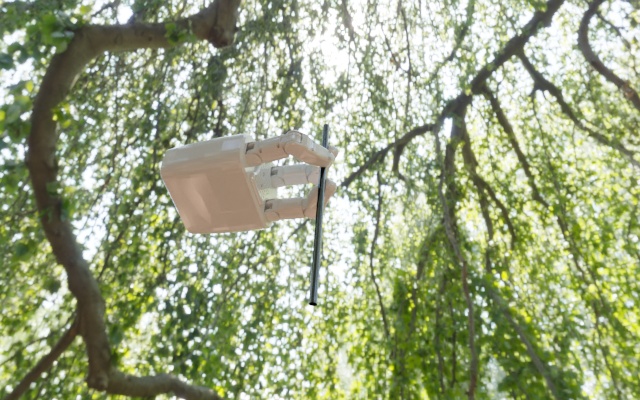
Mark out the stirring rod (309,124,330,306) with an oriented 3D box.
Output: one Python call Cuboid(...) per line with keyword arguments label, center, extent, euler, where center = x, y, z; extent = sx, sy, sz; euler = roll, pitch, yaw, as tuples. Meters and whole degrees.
Cuboid(label="stirring rod", center=(0.000, 0.002, 0.512), extent=(0.011, 0.239, 0.011), euler=(3, -39, 2))
